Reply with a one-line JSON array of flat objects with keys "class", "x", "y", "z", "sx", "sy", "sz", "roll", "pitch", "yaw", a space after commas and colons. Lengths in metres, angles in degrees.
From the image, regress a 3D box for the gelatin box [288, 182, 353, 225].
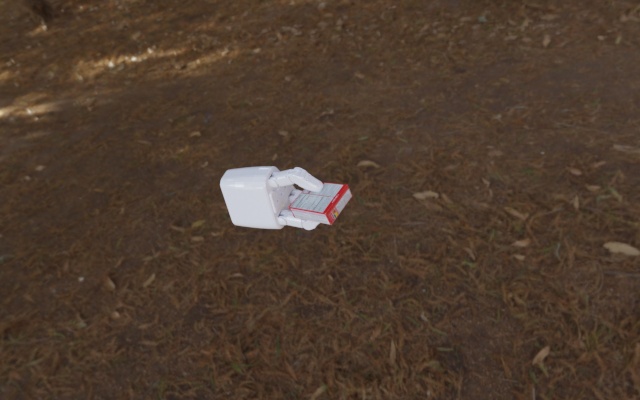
[{"class": "gelatin box", "x": 0.000, "y": 0.002, "z": 0.833, "sx": 0.089, "sy": 0.030, "sz": 0.073, "roll": 8, "pitch": 48, "yaw": 40}]
